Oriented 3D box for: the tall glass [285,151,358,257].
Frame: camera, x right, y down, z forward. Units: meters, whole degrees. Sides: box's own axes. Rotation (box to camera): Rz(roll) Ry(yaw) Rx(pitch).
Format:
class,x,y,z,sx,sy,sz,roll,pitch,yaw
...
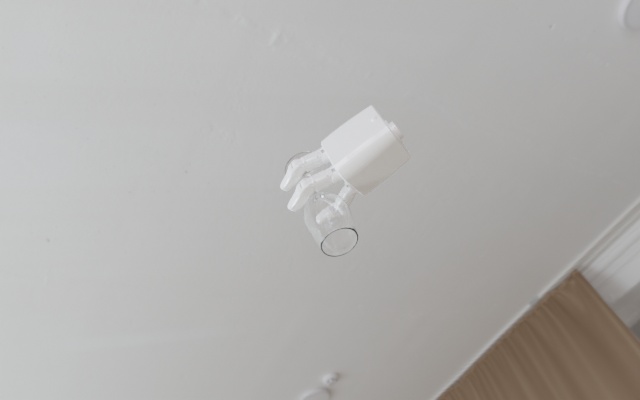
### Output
class,x,y,z,sx,sy,sz,roll,pitch,yaw
tall glass,0.000,0.002,0.808,0.079,0.079,0.201,0,39,-23
